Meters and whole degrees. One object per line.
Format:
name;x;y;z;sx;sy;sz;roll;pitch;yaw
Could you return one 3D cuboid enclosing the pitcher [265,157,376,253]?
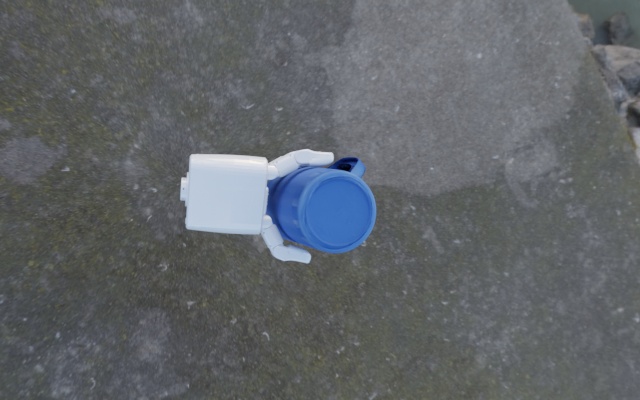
pitcher;0.000;0.002;0.721;0.145;0.149;0.243;3;2;-15
